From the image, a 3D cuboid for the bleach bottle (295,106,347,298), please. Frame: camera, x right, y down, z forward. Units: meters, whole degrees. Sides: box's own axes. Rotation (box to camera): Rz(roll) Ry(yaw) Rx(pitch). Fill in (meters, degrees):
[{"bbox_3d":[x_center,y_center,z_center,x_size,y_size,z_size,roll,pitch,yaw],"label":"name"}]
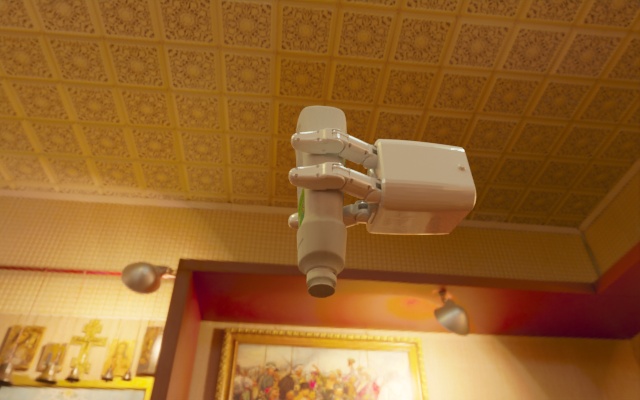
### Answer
[{"bbox_3d":[0.000,0.002,0.571,0.068,0.250,0.103,3,-40,-4],"label":"bleach bottle"}]
